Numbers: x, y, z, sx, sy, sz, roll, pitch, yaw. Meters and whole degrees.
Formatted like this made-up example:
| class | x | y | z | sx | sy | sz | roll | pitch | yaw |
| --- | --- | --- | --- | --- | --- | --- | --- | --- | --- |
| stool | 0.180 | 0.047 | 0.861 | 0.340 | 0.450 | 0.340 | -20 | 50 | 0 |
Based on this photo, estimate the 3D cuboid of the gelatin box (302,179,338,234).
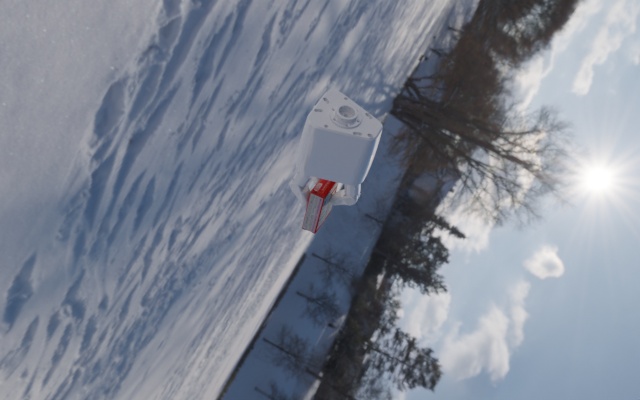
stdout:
| class | x | y | z | sx | sy | sz | roll | pitch | yaw |
| --- | --- | --- | --- | --- | --- | --- | --- | --- | --- |
| gelatin box | 0.000 | 0.003 | 0.845 | 0.030 | 0.089 | 0.073 | 23 | 40 | 12 |
